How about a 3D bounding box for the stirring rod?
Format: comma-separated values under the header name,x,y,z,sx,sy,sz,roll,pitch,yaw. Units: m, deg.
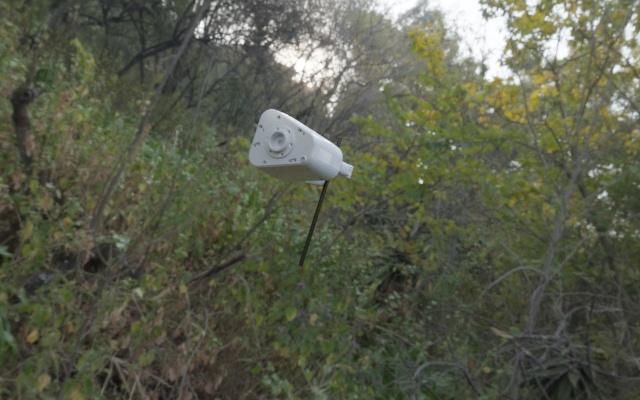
name,x,y,z,sx,sy,sz,roll,pitch,yaw
stirring rod,0.000,0.003,0.859,0.011,0.239,0.011,18,-1,0
